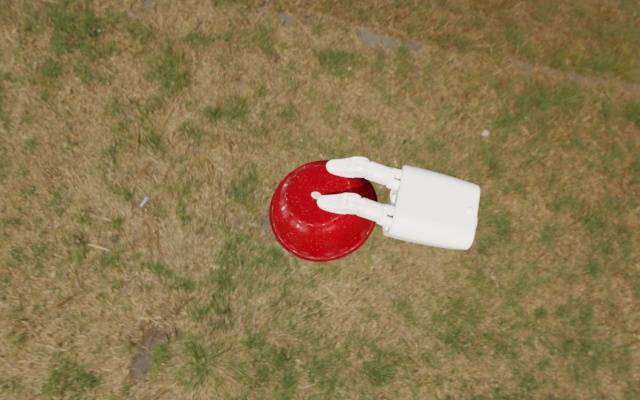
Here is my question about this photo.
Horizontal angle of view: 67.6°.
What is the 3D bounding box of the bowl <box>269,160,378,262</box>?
[{"bbox_3d":[-0.001,0.002,0.675,0.162,0.162,0.055,0,-24,9],"label":"bowl"}]
